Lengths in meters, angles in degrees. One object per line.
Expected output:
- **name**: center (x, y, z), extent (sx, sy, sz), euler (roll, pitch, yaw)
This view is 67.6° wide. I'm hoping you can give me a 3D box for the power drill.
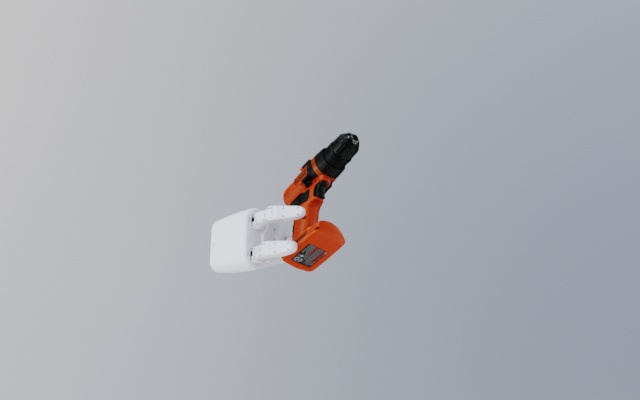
- **power drill**: center (0.000, 0.003, 0.748), extent (0.057, 0.187, 0.184), euler (26, -49, -22)
